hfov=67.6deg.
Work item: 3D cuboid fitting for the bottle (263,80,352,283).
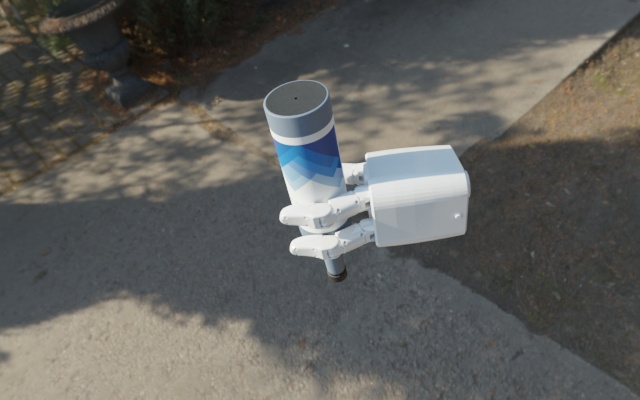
[{"bbox_3d":[0.000,0.002,0.573,0.069,0.069,0.296,-7,-46,7],"label":"bottle"}]
